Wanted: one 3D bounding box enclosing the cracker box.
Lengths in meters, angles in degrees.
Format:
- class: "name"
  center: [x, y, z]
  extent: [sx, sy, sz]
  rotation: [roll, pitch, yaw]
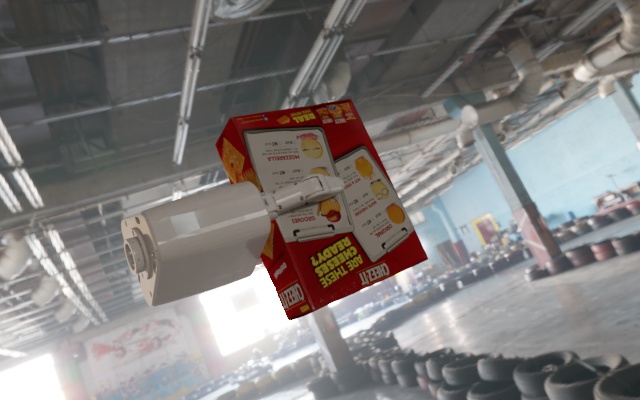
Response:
- class: "cracker box"
  center: [0.000, 0.002, 0.534]
  extent: [0.164, 0.213, 0.072]
  rotation: [-16, -13, -33]
